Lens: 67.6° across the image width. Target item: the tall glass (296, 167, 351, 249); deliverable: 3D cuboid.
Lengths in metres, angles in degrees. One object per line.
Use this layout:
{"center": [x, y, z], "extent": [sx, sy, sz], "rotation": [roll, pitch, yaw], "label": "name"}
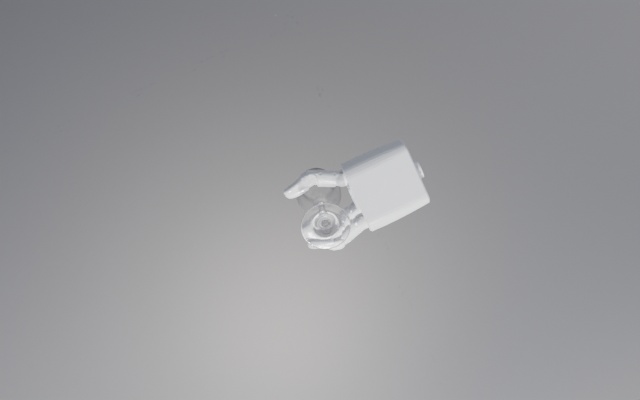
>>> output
{"center": [0.000, 0.003, 0.792], "extent": [0.079, 0.079, 0.201], "rotation": [0, 21, -5], "label": "tall glass"}
